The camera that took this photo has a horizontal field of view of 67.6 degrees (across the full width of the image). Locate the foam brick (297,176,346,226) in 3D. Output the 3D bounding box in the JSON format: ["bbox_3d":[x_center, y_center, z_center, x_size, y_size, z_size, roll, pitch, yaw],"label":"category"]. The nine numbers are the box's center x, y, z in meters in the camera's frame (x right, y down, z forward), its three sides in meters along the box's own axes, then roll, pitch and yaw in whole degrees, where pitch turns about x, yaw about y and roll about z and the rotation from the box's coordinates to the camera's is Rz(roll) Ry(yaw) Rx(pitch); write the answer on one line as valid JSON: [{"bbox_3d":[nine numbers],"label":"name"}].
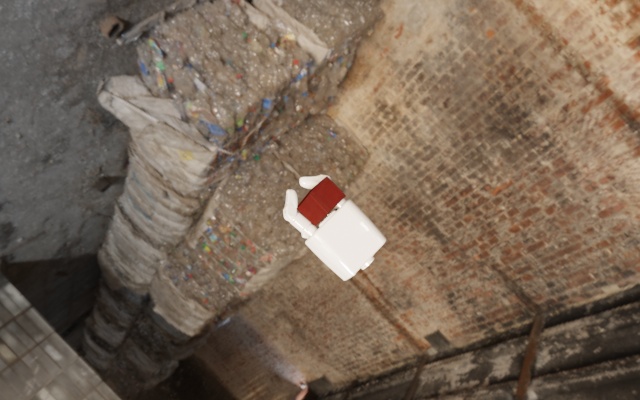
[{"bbox_3d":[0.000,0.003,0.868,0.053,0.051,0.078,-42,-3,-31],"label":"foam brick"}]
